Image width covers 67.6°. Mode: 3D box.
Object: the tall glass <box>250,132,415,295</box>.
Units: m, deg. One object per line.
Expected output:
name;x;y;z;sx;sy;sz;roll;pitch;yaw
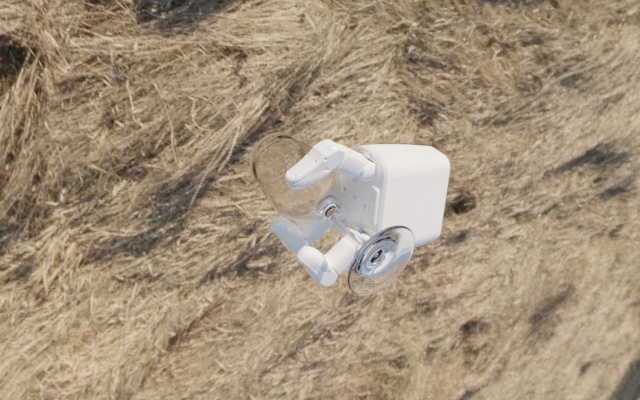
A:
tall glass;0.000;0.002;0.479;0.079;0.079;0.201;0;31;-40
